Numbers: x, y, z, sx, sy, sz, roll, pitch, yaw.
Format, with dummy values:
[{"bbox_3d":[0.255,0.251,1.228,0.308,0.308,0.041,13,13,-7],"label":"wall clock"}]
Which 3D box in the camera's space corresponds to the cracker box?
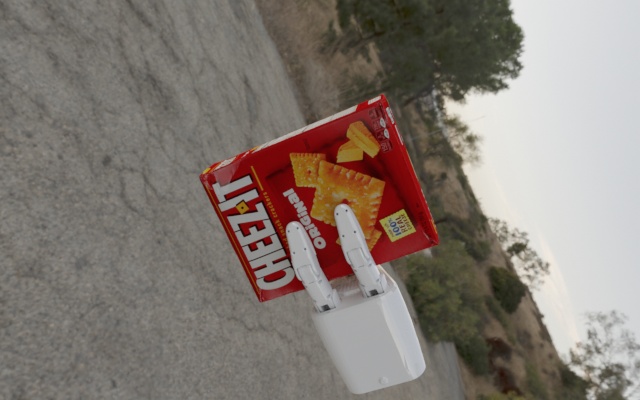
[{"bbox_3d":[0.000,0.002,0.526,0.214,0.164,0.072,-21,12,13],"label":"cracker box"}]
